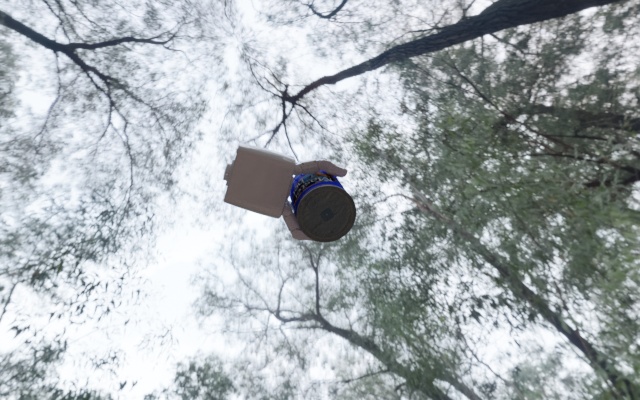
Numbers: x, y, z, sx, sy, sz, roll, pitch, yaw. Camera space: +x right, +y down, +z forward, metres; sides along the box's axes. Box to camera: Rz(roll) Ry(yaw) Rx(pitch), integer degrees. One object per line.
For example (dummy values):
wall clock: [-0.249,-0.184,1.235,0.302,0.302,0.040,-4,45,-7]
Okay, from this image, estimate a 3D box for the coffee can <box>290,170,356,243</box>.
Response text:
coffee can: [0.000,0.003,0.873,0.103,0.103,0.140,0,18,-10]
